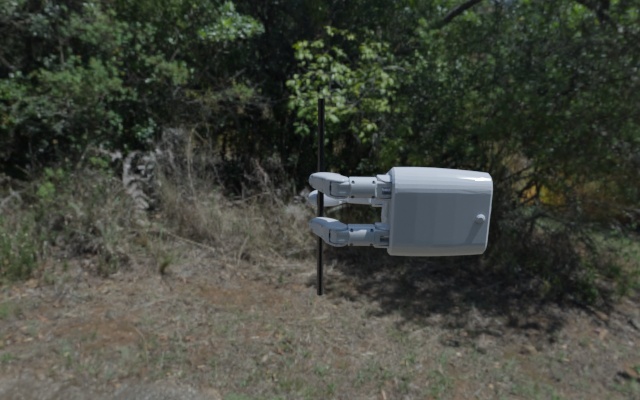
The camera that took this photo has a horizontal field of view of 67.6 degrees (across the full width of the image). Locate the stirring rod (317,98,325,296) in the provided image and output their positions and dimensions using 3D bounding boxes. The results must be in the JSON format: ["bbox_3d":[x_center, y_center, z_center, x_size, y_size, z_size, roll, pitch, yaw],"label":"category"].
[{"bbox_3d":[0.000,0.002,0.567,0.011,0.239,0.011,0,16,0],"label":"stirring rod"}]
